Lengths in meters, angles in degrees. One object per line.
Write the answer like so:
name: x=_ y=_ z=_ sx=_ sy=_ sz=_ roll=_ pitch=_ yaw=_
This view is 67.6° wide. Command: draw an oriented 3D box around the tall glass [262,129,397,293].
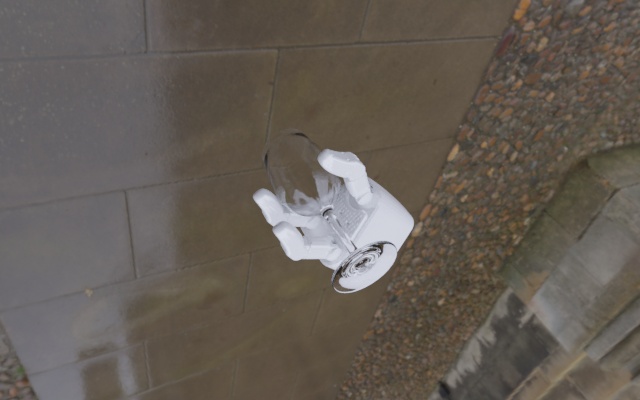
tall glass: x=0.000 y=0.002 z=0.531 sx=0.079 sy=0.079 sz=0.201 roll=0 pitch=41 yaw=-37
